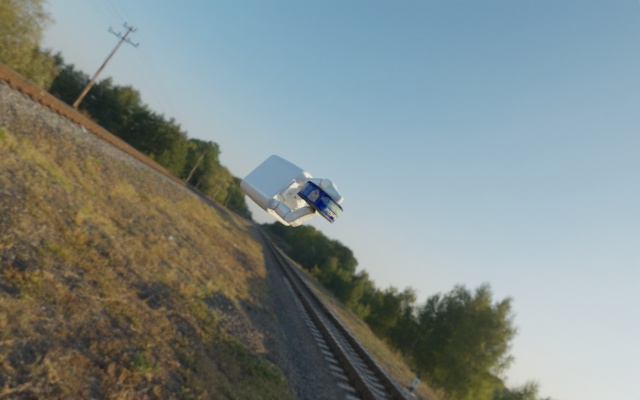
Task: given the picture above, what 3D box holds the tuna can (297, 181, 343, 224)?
[{"bbox_3d":[0.001,0.002,0.866,0.086,0.034,0.086,40,-4,3],"label":"tuna can"}]
